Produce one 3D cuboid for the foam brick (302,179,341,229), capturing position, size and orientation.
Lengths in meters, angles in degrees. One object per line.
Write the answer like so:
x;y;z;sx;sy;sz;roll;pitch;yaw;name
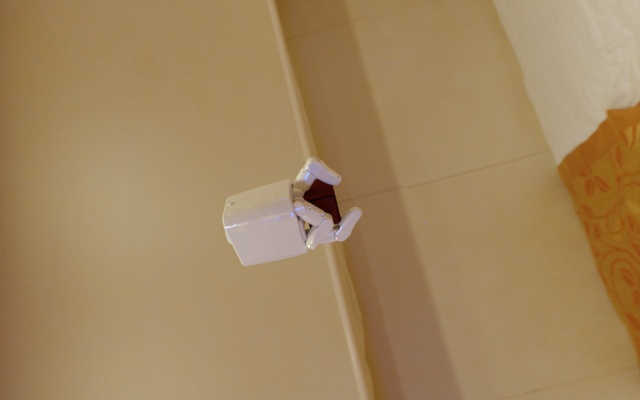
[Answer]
0.000;0.002;0.766;0.051;0.053;0.078;-14;25;2;foam brick
